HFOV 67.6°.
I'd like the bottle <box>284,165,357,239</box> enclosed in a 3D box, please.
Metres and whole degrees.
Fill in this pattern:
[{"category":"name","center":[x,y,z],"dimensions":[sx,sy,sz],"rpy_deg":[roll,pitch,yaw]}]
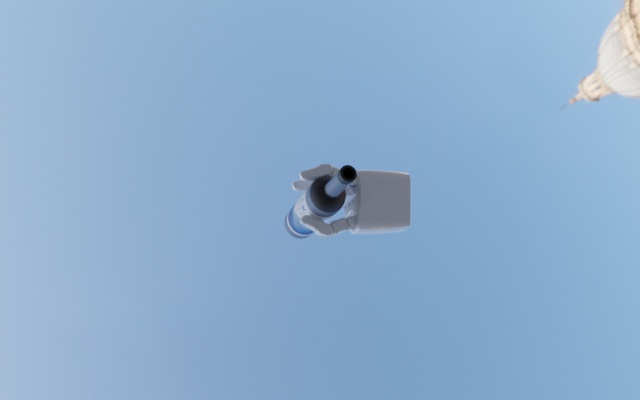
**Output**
[{"category":"bottle","center":[0.000,0.003,0.857],"dimensions":[0.069,0.069,0.296],"rpy_deg":[0,-18,-18]}]
